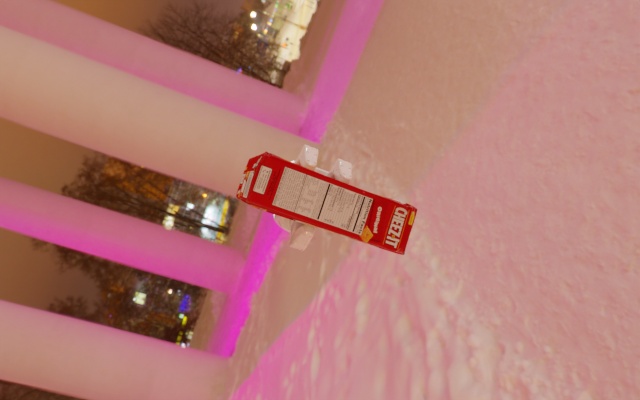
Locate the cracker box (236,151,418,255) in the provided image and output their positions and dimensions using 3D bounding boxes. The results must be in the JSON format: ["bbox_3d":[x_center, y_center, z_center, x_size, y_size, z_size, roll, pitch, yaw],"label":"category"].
[{"bbox_3d":[0.000,0.002,0.657,0.214,0.072,0.164,19,-3,-14],"label":"cracker box"}]
